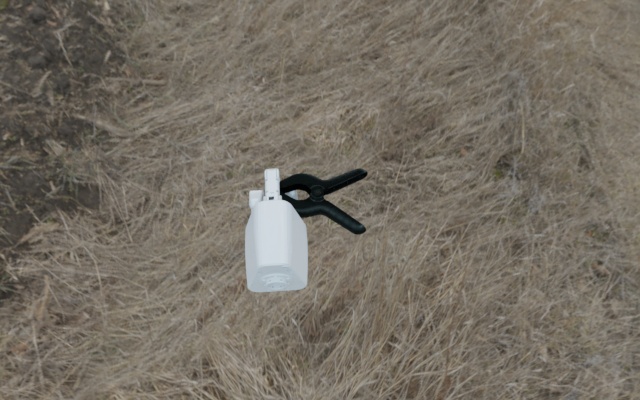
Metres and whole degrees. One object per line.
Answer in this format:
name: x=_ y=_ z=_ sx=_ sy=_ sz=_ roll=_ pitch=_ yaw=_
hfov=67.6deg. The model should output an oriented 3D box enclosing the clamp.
clamp: x=0.000 y=0.002 z=0.790 sx=0.171 sy=0.120 sz=0.039 roll=-3 pitch=-33 yaw=-4
